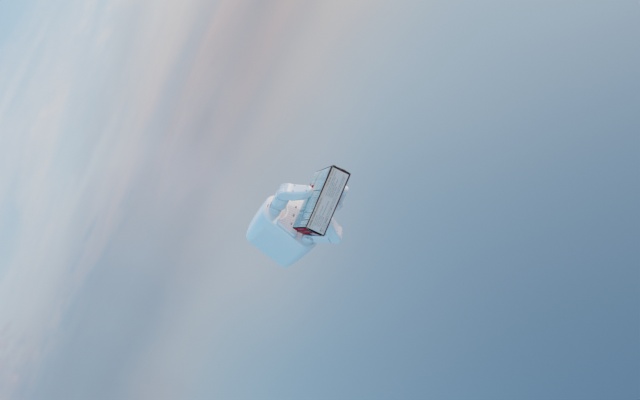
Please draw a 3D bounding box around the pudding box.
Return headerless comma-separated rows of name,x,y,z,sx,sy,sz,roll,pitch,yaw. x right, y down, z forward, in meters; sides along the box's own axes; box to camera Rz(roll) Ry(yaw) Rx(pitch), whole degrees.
pudding box,0.000,0.003,0.784,0.039,0.113,0.090,24,-9,-15
